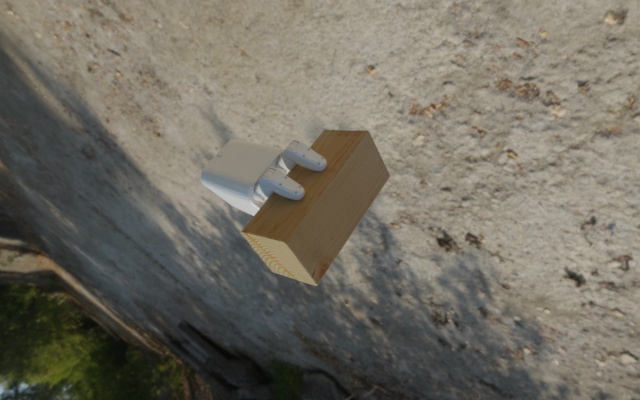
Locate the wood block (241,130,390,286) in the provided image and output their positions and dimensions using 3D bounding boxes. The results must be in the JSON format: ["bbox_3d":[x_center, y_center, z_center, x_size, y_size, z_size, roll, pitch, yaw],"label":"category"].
[{"bbox_3d":[0.000,0.002,0.664,0.090,0.206,0.091,8,-38,42],"label":"wood block"}]
